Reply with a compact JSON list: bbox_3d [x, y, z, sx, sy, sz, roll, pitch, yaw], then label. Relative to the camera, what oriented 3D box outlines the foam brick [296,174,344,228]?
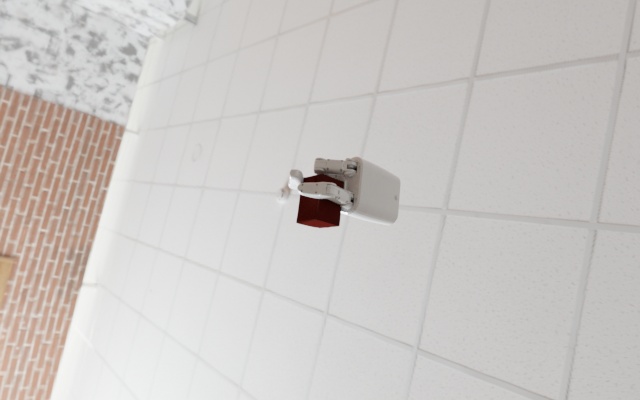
[{"bbox_3d":[0.000,0.003,0.775,0.051,0.078,0.053,19,-18,-39],"label":"foam brick"}]
